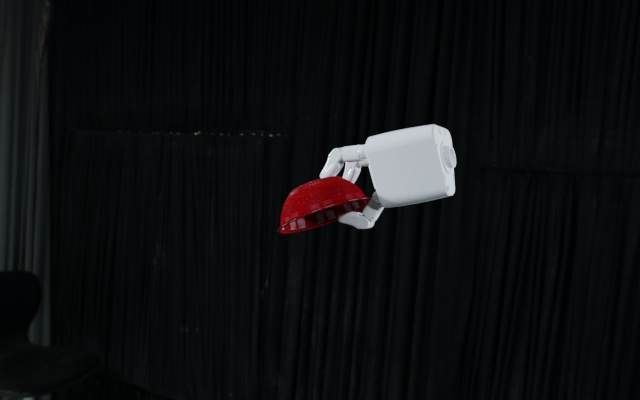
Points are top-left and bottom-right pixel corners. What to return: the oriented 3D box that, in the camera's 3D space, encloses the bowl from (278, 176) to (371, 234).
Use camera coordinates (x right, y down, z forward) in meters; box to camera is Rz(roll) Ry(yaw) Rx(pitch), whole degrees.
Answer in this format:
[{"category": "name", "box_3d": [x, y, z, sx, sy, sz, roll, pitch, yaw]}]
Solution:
[{"category": "bowl", "box_3d": [-0.001, 0.003, 0.780, 0.162, 0.055, 0.162, -18, -11, -4]}]
